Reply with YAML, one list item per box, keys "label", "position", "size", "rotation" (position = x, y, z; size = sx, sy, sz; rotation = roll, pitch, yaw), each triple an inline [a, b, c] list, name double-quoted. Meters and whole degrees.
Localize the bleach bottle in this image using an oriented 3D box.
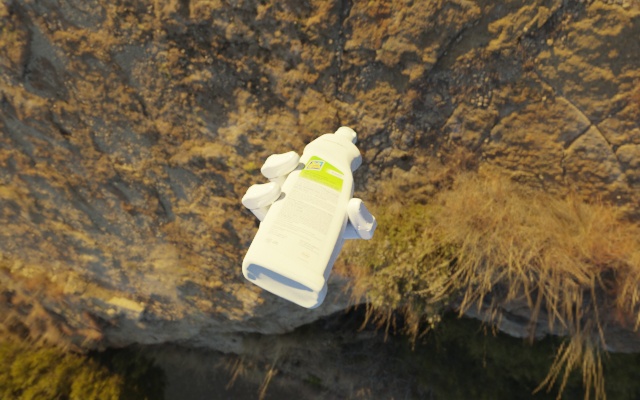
- label: "bleach bottle"
  position: [0.000, 0.002, 0.599]
  size: [0.102, 0.250, 0.068]
  rotation: [24, -36, 3]
